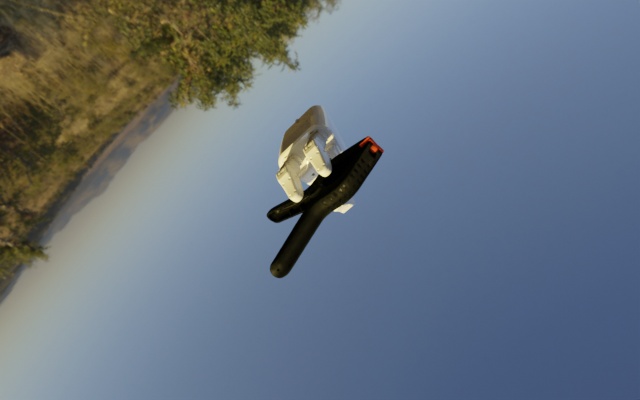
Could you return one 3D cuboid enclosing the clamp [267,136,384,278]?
[{"bbox_3d":[0.001,0.002,0.637,0.036,0.210,0.164,40,21,-24],"label":"clamp"}]
